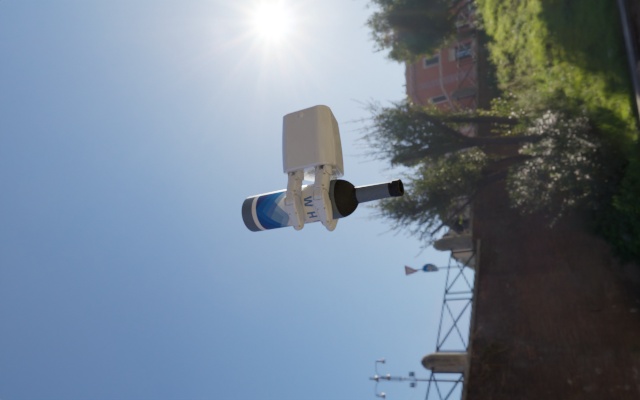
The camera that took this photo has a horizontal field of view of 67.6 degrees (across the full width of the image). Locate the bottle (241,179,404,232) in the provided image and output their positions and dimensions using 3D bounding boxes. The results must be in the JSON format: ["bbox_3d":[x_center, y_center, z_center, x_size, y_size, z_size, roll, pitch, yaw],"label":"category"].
[{"bbox_3d":[0.000,0.003,0.822,0.296,0.069,0.069,-10,-5,28],"label":"bottle"}]
